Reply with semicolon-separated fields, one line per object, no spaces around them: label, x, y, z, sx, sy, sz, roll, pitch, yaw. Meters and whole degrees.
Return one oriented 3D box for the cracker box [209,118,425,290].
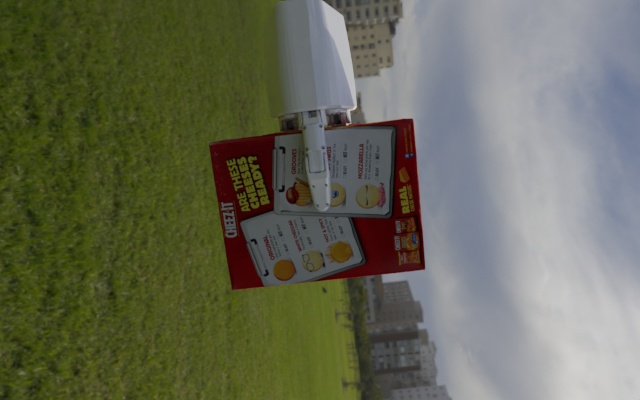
cracker box;0.000;0.002;0.532;0.214;0.164;0.072;-6;9;3
